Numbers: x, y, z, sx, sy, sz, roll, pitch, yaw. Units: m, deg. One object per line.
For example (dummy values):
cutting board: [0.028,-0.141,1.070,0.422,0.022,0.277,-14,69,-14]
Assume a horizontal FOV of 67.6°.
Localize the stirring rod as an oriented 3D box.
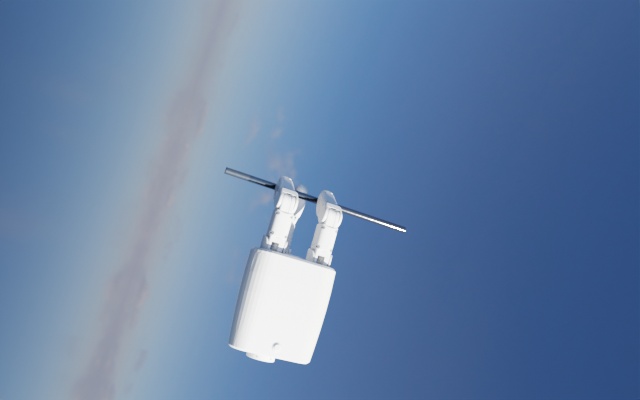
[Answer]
stirring rod: [0.000,0.002,0.583,0.239,0.011,0.011,19,-6,-18]
